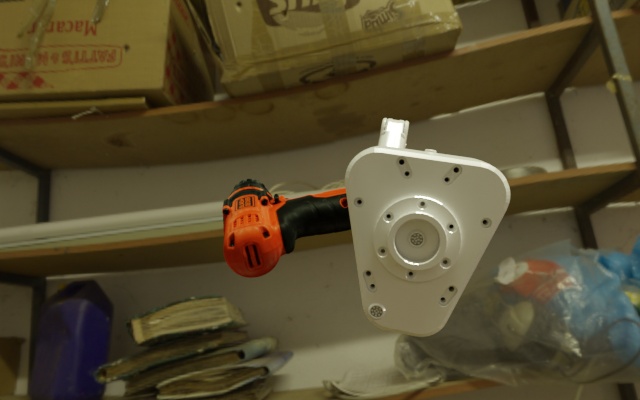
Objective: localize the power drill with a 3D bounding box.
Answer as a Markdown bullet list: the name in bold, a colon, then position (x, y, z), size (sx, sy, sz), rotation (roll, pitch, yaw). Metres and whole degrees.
- **power drill**: position (0.001, 0.001, 0.452), size (0.187, 0.057, 0.184), rotation (-15, 20, -4)
